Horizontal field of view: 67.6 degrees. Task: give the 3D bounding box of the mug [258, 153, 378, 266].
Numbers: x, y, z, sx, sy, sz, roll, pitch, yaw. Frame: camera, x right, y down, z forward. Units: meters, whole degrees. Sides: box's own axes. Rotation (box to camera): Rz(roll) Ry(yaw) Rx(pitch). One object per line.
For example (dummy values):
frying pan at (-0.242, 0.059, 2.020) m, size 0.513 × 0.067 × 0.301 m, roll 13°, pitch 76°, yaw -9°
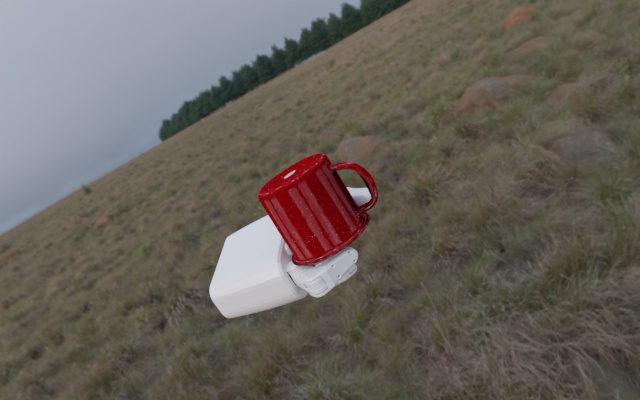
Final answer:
mug at (0.001, 0.001, 0.478) m, size 0.117 × 0.081 × 0.093 m, roll -25°, pitch 16°, yaw 25°
